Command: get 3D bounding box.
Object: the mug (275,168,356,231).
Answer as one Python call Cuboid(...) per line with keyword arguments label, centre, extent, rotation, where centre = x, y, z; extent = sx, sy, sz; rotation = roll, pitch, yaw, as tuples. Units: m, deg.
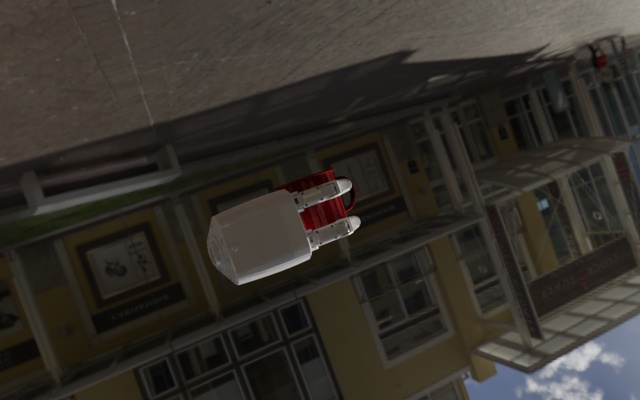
Cuboid(label="mug", centre=(0.001, 0.002, 0.711), extent=(0.117, 0.081, 0.093), rotation=(-19, 1, -24))
